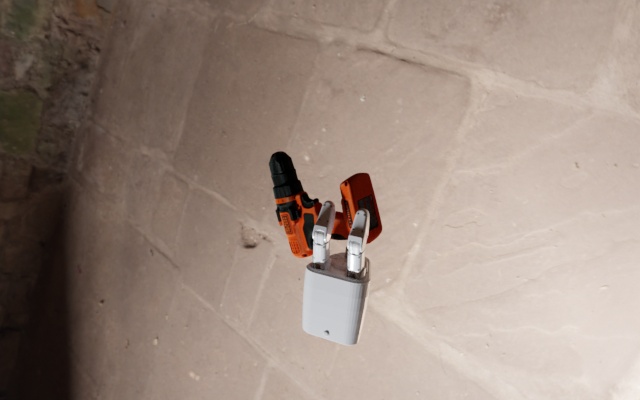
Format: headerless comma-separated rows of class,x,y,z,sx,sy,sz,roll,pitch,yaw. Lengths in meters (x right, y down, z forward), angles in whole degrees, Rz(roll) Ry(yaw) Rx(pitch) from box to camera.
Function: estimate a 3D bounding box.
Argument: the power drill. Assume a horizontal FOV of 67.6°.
power drill,0.000,0.003,0.756,0.187,0.184,0.057,-5,15,47
